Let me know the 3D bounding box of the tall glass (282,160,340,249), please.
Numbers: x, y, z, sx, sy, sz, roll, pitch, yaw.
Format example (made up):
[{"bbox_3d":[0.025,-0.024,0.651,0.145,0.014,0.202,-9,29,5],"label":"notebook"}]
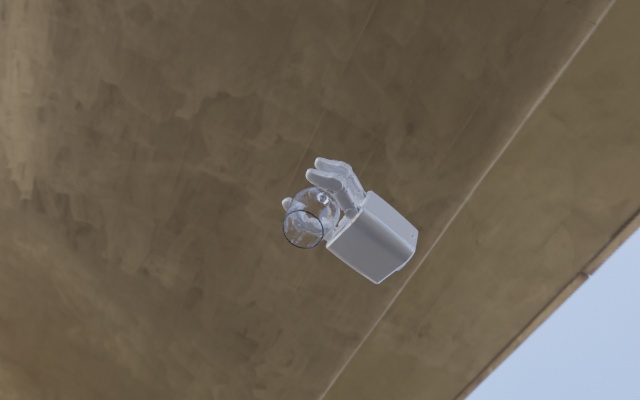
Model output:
[{"bbox_3d":[0.000,0.002,0.763,0.079,0.079,0.201,0,23,16],"label":"tall glass"}]
